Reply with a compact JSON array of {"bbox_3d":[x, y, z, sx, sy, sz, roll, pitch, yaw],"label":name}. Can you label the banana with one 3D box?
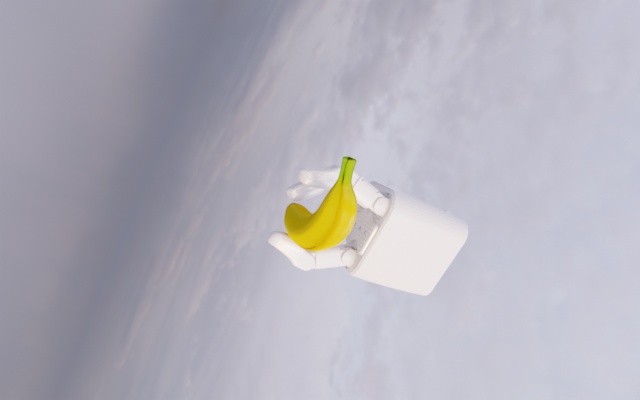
[{"bbox_3d":[-0.003,0.018,0.480,0.037,0.069,0.198,18,-18,-16],"label":"banana"}]
